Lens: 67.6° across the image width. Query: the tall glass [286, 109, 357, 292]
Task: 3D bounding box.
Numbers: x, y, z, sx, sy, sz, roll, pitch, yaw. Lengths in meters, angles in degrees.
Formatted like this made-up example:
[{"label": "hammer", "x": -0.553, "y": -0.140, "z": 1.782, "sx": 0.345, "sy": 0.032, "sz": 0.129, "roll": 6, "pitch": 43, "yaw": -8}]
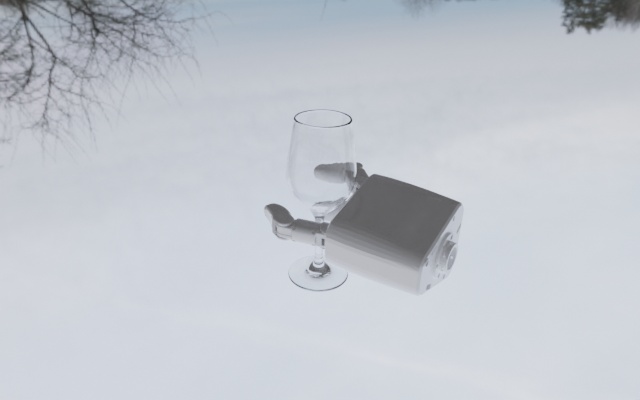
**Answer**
[{"label": "tall glass", "x": 0.000, "y": 0.002, "z": 0.546, "sx": 0.079, "sy": 0.201, "sz": 0.079, "roll": 1, "pitch": 27, "yaw": -1}]
